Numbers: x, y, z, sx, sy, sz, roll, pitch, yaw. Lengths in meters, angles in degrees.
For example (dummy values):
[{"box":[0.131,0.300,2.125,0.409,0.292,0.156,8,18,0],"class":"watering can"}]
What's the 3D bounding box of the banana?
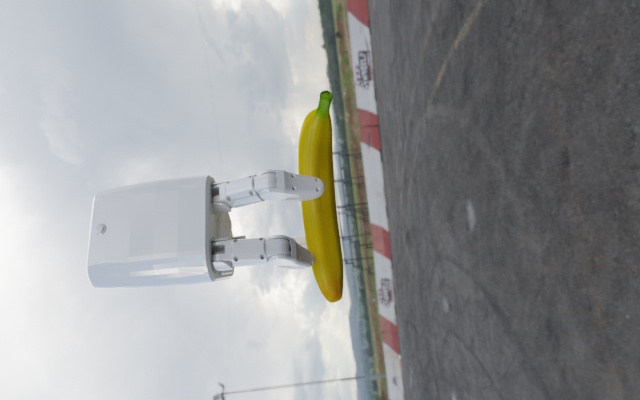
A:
[{"box":[-0.001,-0.002,0.472,0.037,0.198,0.069,-4,1,-3],"class":"banana"}]
